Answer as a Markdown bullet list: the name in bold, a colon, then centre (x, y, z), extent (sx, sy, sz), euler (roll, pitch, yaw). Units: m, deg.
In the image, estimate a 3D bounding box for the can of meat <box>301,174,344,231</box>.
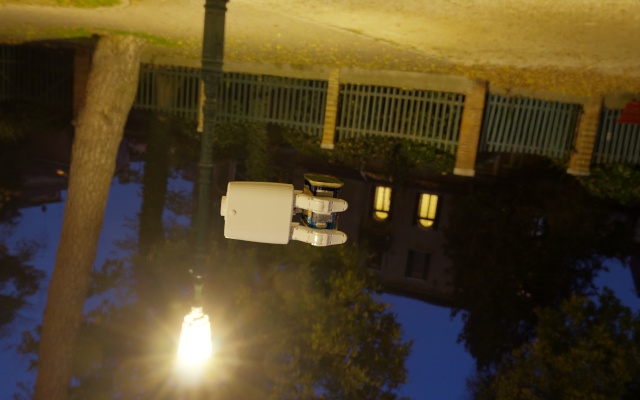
- **can of meat**: centre (0.000, 0.003, 0.825), extent (0.057, 0.084, 0.102), euler (4, 10, -12)
